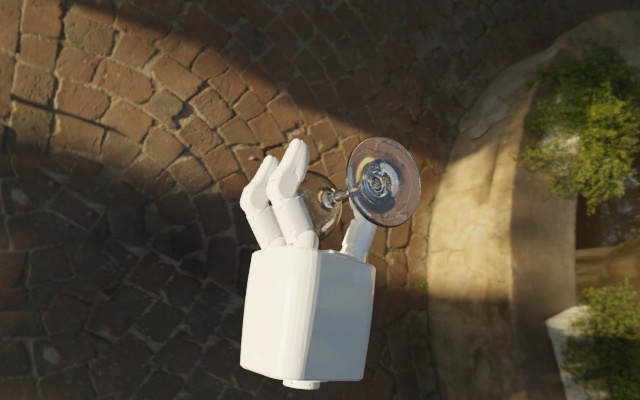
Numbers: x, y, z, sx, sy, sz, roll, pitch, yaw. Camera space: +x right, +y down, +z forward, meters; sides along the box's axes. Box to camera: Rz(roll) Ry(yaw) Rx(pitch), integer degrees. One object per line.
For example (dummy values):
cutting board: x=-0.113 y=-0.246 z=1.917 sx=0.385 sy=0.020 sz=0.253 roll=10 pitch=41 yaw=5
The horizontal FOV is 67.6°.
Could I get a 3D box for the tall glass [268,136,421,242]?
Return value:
tall glass: x=0.000 y=0.001 z=0.460 sx=0.079 sy=0.079 sz=0.201 roll=0 pitch=-9 yaw=-31
